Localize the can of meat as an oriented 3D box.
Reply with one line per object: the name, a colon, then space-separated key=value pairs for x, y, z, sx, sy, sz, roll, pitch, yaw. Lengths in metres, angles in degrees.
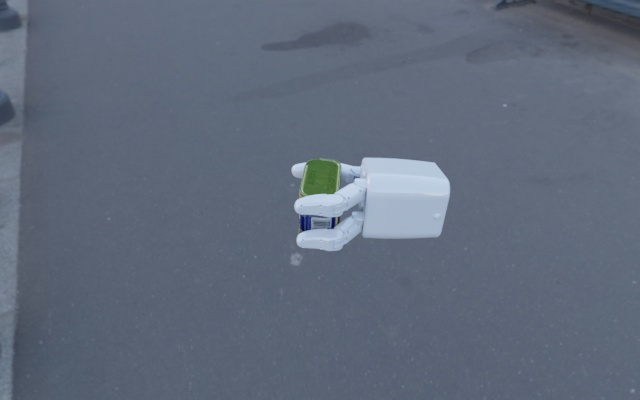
can of meat: x=0.000 y=0.002 z=0.657 sx=0.057 sy=0.084 sz=0.102 roll=4 pitch=37 yaw=2
